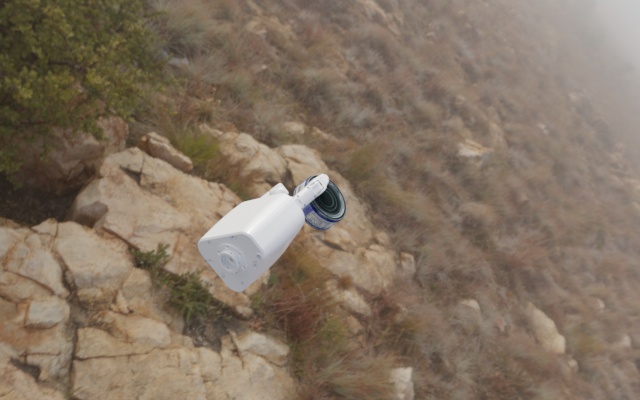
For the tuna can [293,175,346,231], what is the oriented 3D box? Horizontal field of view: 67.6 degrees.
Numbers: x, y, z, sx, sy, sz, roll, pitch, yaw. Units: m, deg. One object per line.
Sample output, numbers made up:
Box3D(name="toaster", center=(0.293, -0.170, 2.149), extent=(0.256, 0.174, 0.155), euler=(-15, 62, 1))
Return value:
Box3D(name="tuna can", center=(0.001, 0.002, 0.761), extent=(0.086, 0.086, 0.034), euler=(0, -29, -48))
